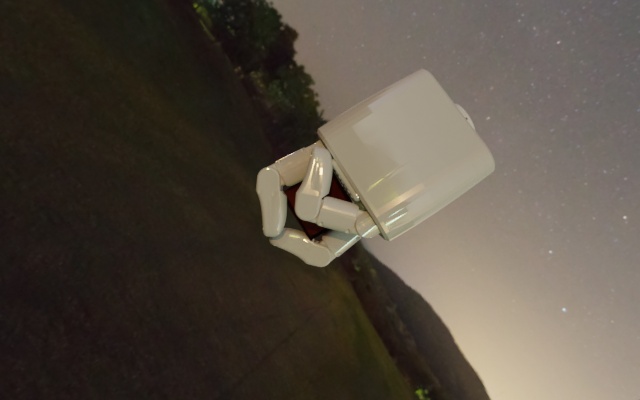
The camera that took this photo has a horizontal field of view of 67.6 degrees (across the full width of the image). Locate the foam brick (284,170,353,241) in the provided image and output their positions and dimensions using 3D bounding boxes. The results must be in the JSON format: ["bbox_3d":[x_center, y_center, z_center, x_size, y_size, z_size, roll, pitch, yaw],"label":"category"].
[{"bbox_3d":[0.000,0.001,0.462,0.051,0.053,0.078,-33,0,2],"label":"foam brick"}]
